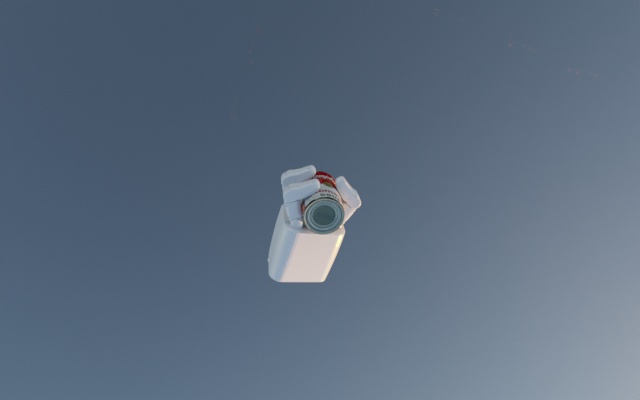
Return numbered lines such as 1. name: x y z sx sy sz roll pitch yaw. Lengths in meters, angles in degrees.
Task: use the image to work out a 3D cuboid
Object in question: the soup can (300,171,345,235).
1. soup can: 0.000 0.002 0.780 0.068 0.068 0.102 0 27 -6
